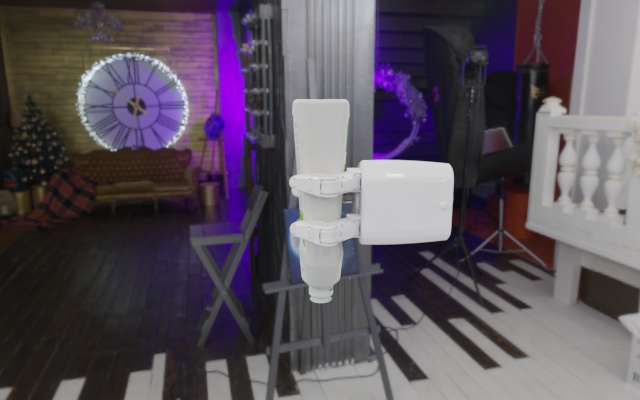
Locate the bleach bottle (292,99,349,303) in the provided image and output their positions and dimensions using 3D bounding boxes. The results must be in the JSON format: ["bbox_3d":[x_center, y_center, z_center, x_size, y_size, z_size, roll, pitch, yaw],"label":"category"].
[{"bbox_3d":[0.000,0.002,0.595,0.068,0.251,0.102,0,12,-2],"label":"bleach bottle"}]
